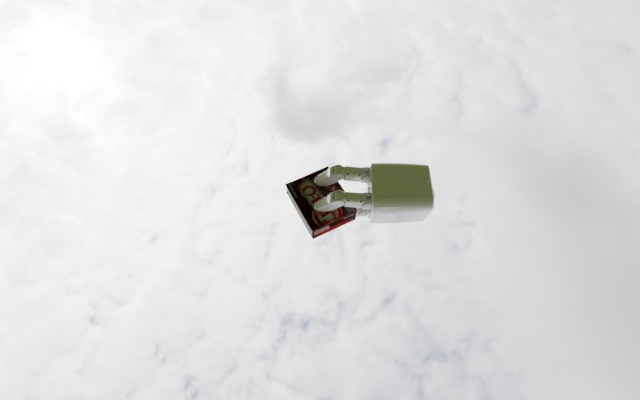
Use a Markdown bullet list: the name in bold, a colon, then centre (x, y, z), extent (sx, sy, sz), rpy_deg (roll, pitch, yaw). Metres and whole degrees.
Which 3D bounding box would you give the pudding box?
- **pudding box**: centre (0.000, 0.003, 0.865), extent (0.090, 0.113, 0.039), rpy_deg (-24, -31, -15)
